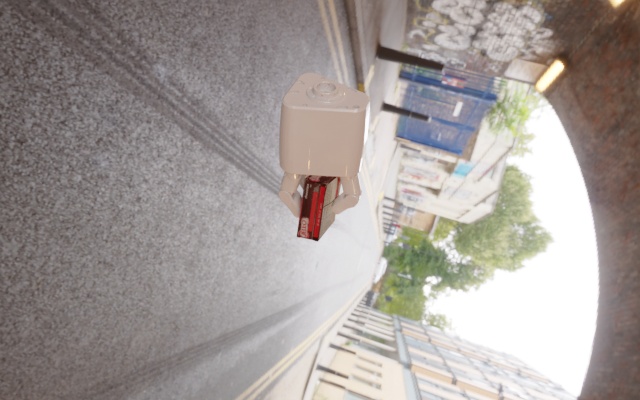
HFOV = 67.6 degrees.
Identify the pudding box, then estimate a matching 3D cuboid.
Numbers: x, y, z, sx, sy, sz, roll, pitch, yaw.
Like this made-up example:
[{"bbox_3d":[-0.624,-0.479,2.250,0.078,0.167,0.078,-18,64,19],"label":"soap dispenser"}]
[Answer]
[{"bbox_3d":[0.000,0.002,0.729,0.039,0.090,0.113,14,16,13],"label":"pudding box"}]
